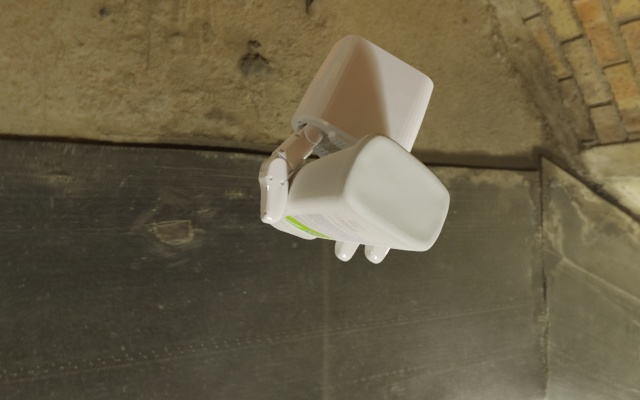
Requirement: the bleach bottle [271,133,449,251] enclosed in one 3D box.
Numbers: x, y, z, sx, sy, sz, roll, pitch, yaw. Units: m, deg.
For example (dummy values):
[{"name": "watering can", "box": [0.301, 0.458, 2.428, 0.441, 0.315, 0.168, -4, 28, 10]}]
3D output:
[{"name": "bleach bottle", "box": [0.000, 0.002, 0.464, 0.102, 0.068, 0.251, 34, -18, -25]}]
